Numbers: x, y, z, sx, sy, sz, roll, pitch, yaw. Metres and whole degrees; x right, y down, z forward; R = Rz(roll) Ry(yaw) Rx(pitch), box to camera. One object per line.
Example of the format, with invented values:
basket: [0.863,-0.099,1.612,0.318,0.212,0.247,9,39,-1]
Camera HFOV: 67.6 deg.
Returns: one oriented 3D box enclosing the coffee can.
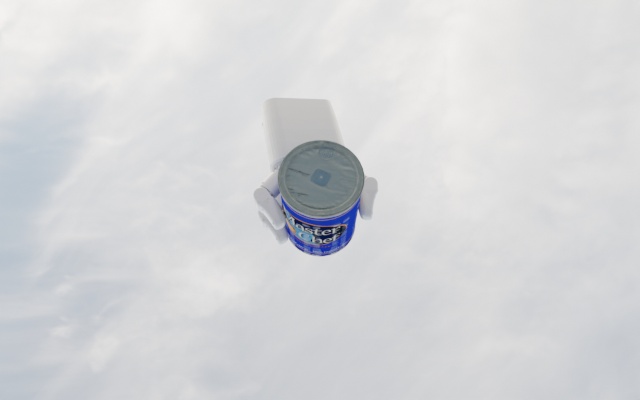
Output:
coffee can: [0.000,0.002,0.622,0.103,0.102,0.140,0,-26,-1]
